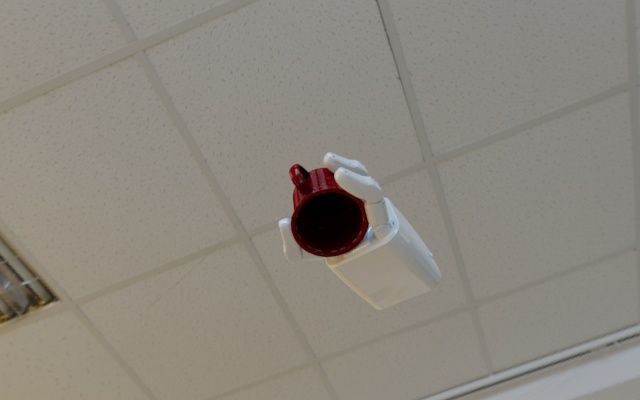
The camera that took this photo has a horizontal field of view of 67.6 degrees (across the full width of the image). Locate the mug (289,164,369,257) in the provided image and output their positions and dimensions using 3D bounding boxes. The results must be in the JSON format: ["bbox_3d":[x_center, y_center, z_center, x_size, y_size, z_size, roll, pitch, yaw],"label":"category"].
[{"bbox_3d":[-0.001,0.001,0.591,0.093,0.117,0.081,-37,25,12],"label":"mug"}]
